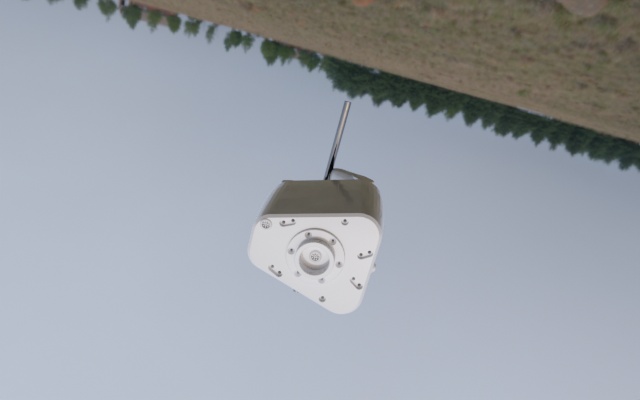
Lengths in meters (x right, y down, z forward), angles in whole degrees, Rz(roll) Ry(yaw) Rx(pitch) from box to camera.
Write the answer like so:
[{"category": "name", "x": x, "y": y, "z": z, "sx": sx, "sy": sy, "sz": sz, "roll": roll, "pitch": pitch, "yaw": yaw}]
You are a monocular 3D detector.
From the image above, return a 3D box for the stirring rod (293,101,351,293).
[{"category": "stirring rod", "x": 0.000, "y": 0.002, "z": 0.563, "sx": 0.011, "sy": 0.239, "sz": 0.011, "roll": 14, "pitch": 17, "yaw": -4}]
